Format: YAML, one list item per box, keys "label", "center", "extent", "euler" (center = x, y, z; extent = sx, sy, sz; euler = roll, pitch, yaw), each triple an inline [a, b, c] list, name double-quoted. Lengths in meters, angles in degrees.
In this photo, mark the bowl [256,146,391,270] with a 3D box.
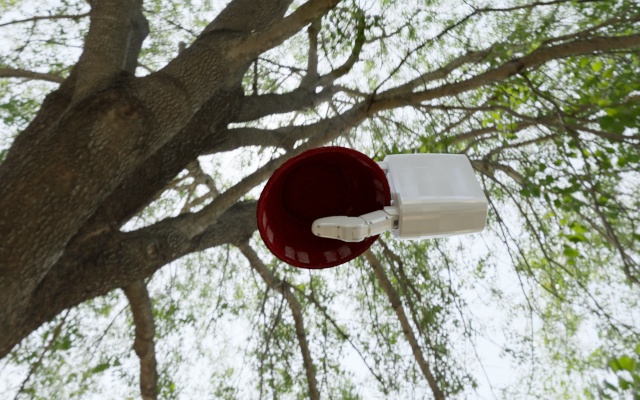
- label: "bowl"
  center: [-0.001, 0.002, 0.572]
  extent: [0.162, 0.162, 0.055]
  euler: [0, 27, -16]
